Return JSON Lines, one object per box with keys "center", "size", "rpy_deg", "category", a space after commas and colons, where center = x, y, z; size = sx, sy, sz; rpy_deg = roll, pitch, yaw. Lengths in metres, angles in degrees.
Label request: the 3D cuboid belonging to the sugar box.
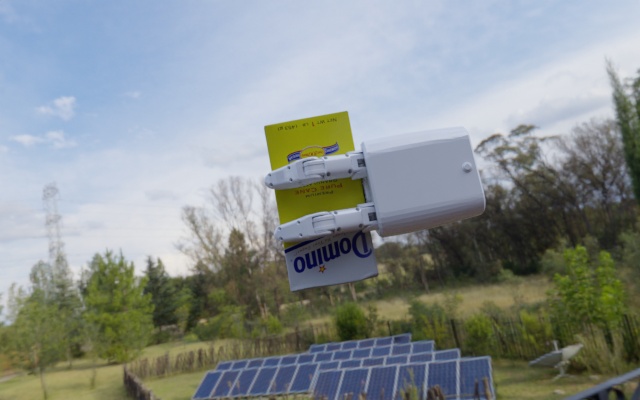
{"center": [0.000, 0.001, 0.505], "size": [0.093, 0.176, 0.048], "rpy_deg": [-11, -9, 1], "category": "sugar box"}
